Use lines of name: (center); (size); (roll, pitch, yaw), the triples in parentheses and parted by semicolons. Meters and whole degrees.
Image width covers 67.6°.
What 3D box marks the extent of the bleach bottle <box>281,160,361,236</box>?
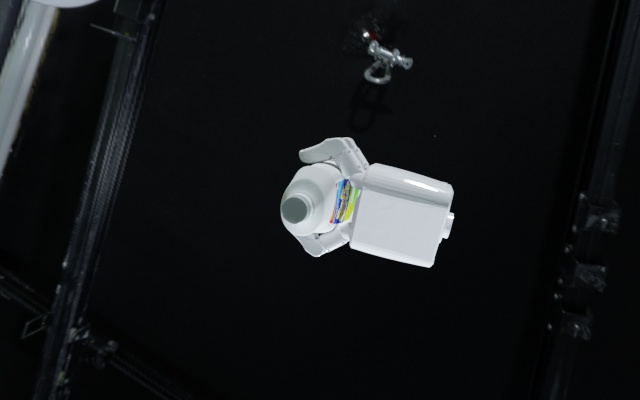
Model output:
bleach bottle: (0.000, 0.002, 0.606); (0.068, 0.102, 0.251); (17, 11, 11)
